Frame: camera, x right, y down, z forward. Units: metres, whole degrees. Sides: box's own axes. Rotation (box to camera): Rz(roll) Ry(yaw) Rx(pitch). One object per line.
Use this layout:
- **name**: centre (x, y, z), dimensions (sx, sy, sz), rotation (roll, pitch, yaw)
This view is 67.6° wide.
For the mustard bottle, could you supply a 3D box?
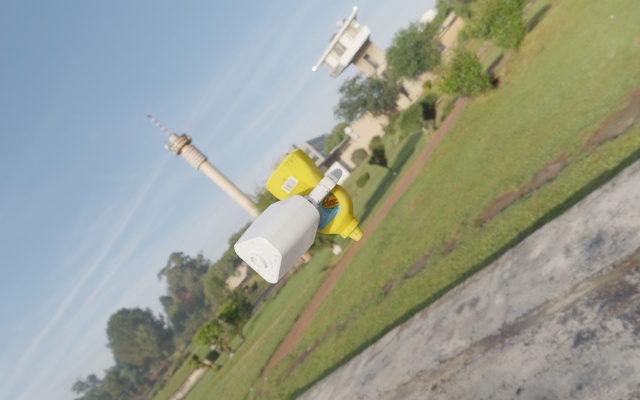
- **mustard bottle**: centre (0.000, 0.002, 0.852), dimensions (0.096, 0.191, 0.058), rotation (-48, 0, 31)
